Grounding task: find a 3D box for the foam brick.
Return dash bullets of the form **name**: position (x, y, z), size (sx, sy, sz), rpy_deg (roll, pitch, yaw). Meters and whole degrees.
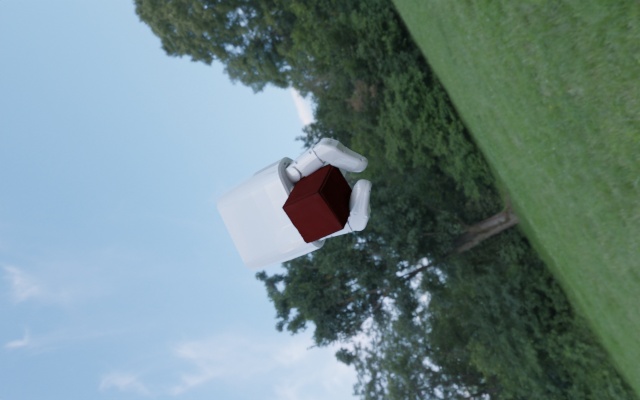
- **foam brick**: position (0.000, 0.002, 0.540), size (0.051, 0.053, 0.078), rpy_deg (-23, 20, 25)
